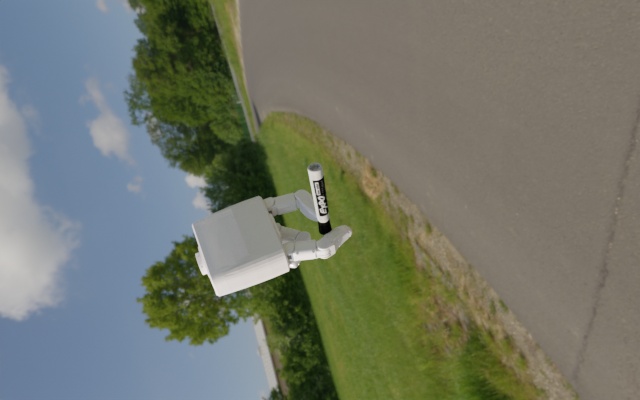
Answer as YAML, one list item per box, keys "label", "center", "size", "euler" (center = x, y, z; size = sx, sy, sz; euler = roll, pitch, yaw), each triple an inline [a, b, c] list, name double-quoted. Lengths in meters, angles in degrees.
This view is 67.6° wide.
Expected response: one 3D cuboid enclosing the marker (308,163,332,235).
- label: "marker"
  center: [0.000, 0.002, 0.638]
  size: [0.020, 0.121, 0.020]
  euler: [-5, 43, 5]
